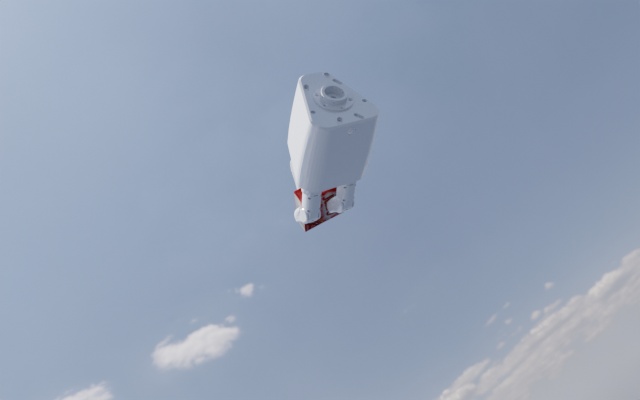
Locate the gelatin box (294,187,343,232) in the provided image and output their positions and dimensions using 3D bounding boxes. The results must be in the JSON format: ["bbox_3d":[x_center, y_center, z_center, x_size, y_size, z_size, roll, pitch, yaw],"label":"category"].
[{"bbox_3d":[0.000,0.002,0.729,0.073,0.030,0.089,-27,-29,-14],"label":"gelatin box"}]
